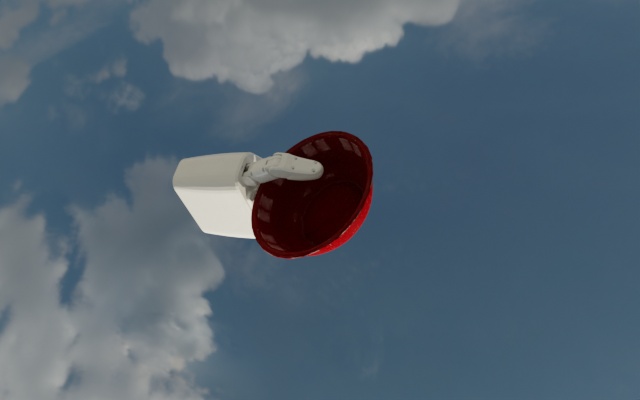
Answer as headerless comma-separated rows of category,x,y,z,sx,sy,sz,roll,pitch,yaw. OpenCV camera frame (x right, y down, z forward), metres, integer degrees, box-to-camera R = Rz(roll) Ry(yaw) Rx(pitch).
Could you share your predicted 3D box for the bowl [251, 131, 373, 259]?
bowl,0.001,0.002,0.542,0.162,0.162,0.055,0,-29,39
